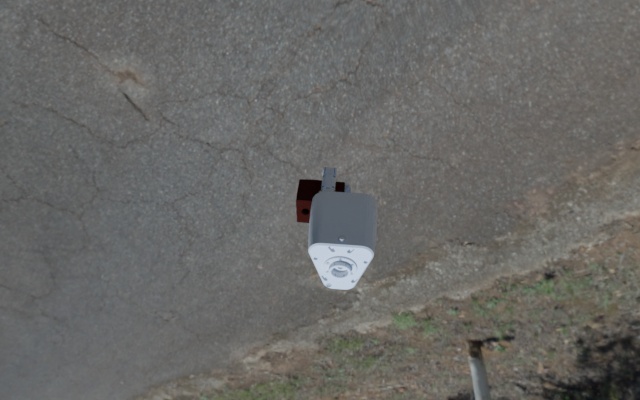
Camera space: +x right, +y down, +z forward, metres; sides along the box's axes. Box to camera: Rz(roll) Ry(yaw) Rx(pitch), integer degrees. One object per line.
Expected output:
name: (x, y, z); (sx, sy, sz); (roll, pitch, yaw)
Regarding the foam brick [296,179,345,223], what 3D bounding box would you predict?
foam brick: (0.000, 0.003, 0.780); (0.078, 0.053, 0.051); (4, 45, 3)
